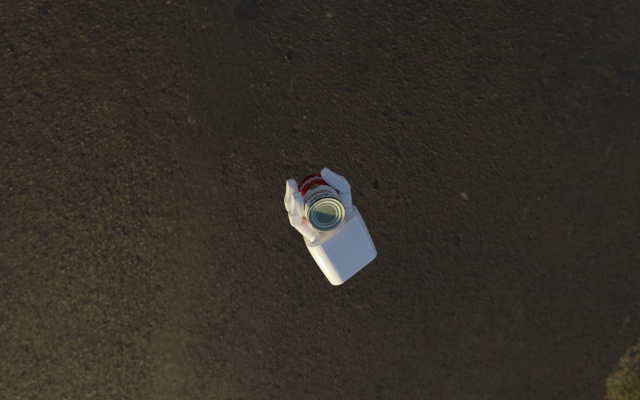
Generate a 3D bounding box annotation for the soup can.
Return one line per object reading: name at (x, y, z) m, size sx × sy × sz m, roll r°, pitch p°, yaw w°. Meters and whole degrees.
soup can at (0.000, 0.002, 0.838) m, size 0.068 × 0.068 × 0.102 m, roll 0°, pitch 26°, yaw -12°
